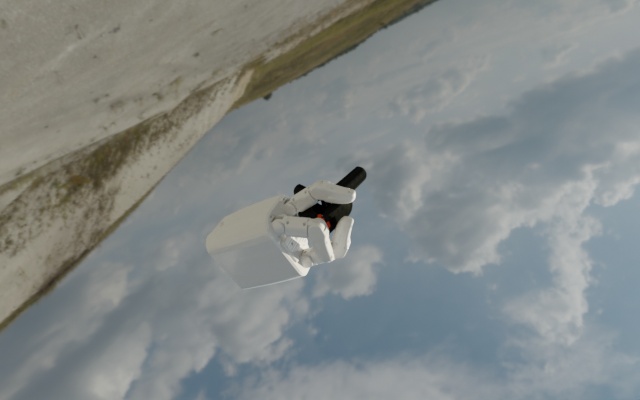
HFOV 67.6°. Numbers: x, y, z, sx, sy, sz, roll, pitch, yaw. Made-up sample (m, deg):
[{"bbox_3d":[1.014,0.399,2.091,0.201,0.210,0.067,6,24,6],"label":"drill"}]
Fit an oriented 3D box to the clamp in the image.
[{"bbox_3d":[0.000,0.003,0.705,0.120,0.039,0.171,-18,19,23],"label":"clamp"}]
